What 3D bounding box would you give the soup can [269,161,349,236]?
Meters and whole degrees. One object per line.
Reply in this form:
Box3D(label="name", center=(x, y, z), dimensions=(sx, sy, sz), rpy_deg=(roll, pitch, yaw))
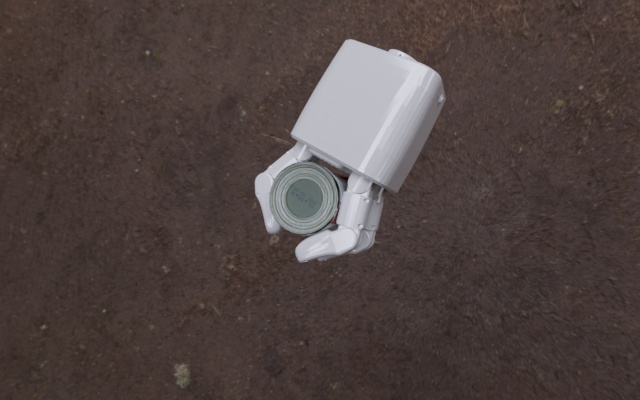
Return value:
Box3D(label="soup can", center=(0.000, 0.002, 0.467), dimensions=(0.068, 0.068, 0.102), rpy_deg=(0, -4, 18))
